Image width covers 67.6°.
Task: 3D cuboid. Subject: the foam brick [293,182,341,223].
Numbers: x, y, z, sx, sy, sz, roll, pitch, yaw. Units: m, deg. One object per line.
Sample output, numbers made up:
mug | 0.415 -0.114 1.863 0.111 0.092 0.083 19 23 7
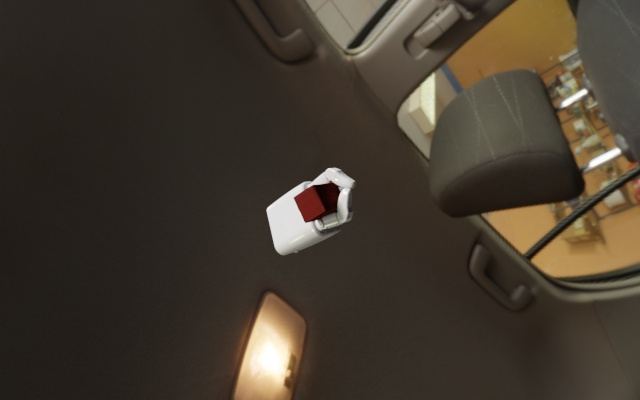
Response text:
foam brick | 0.000 0.003 0.852 0.051 0.053 0.078 -30 -11 31
